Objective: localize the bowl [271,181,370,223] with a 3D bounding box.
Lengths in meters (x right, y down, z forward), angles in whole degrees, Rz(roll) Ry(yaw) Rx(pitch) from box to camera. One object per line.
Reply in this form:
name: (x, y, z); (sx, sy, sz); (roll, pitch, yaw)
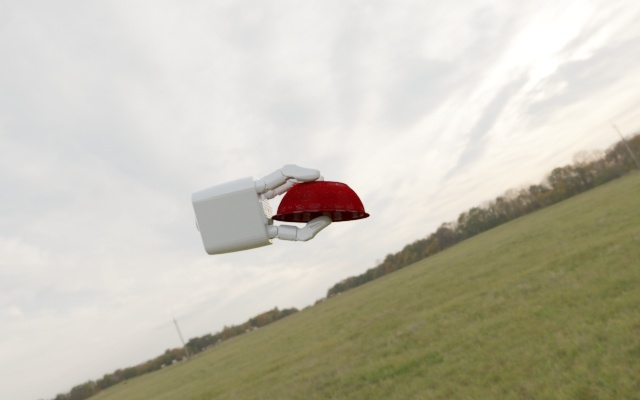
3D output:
bowl: (0.001, 0.002, 0.784); (0.162, 0.055, 0.162); (-1, -9, 0)
